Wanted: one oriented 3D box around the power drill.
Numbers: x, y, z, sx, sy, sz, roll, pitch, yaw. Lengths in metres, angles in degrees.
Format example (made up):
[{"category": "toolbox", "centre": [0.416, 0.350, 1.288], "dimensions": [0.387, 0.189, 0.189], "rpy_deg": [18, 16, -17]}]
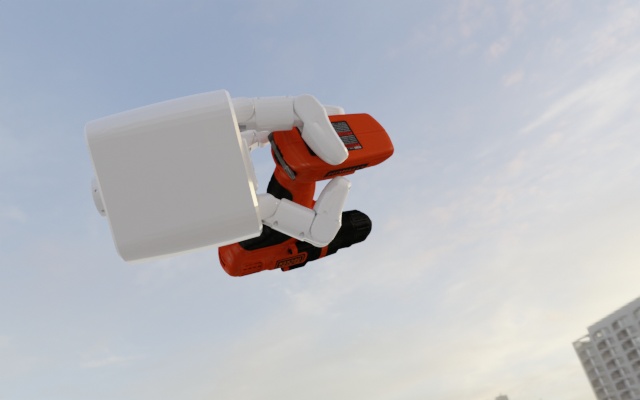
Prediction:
[{"category": "power drill", "centre": [0.000, 0.001, 0.472], "dimensions": [0.184, 0.057, 0.188], "rpy_deg": [-13, -34, -31]}]
